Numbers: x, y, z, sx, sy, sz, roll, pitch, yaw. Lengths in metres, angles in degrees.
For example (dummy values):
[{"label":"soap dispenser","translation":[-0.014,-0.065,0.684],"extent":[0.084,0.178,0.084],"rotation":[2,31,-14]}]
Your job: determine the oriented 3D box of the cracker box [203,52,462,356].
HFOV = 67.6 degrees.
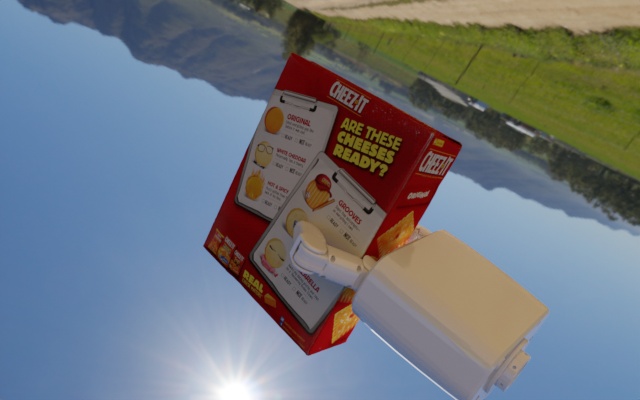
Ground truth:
[{"label":"cracker box","translation":[0.000,0.002,0.437],"extent":[0.164,0.214,0.072],"rotation":[38,19,31]}]
